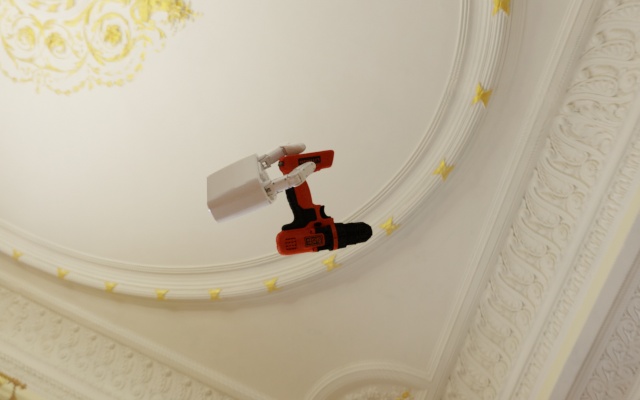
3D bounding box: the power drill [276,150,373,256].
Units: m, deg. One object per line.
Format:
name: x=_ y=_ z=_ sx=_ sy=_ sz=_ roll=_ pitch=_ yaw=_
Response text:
power drill: x=0.000 y=0.002 z=0.890 sx=0.184 sy=0.187 sz=0.057 roll=-8 pitch=1 yaw=-13
